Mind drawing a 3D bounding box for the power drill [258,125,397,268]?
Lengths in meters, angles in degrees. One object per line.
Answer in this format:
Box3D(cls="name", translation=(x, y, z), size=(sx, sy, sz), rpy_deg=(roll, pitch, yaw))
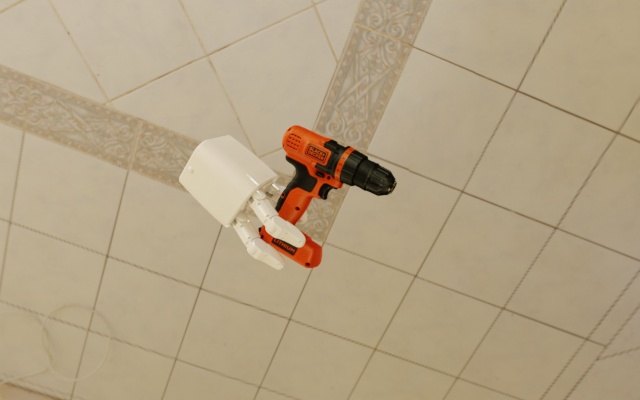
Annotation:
Box3D(cls="power drill", translation=(0.000, 0.003, 0.712), size=(0.184, 0.188, 0.057), rpy_deg=(29, 13, 20))
